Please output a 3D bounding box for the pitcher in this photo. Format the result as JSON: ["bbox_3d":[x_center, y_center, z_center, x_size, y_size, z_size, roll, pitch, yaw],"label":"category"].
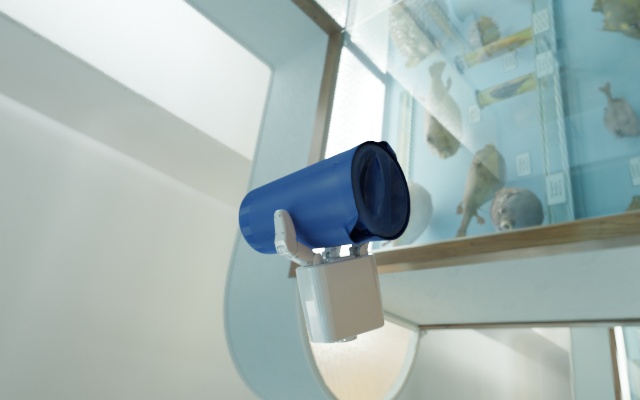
[{"bbox_3d":[0.000,0.002,0.693,0.243,0.145,0.149,-15,-7,40],"label":"pitcher"}]
